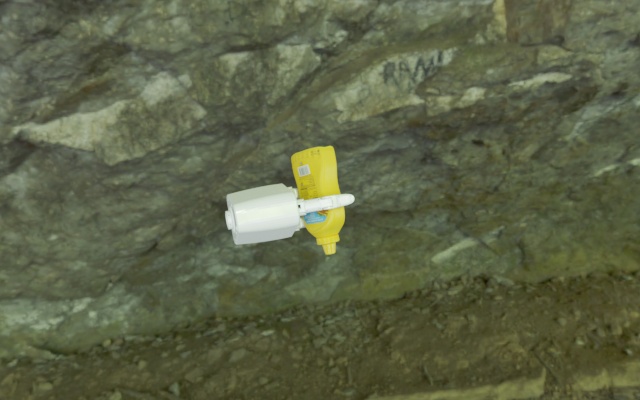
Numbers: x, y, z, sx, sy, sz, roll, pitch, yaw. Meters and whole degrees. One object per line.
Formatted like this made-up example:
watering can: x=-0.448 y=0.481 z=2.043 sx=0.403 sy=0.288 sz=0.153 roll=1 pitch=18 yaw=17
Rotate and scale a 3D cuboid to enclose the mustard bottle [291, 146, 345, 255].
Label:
mustard bottle: x=0.000 y=0.003 z=0.867 sx=0.058 sy=0.191 sz=0.096 roll=-10 pitch=-1 yaw=-40
